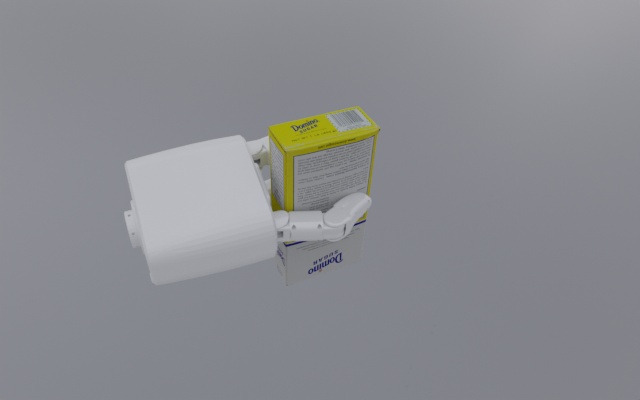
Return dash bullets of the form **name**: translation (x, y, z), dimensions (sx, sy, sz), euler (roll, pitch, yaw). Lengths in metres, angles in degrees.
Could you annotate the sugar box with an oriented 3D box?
- **sugar box**: translation (0.000, 0.001, 0.468), dimensions (0.093, 0.176, 0.048), euler (-16, 48, -21)
